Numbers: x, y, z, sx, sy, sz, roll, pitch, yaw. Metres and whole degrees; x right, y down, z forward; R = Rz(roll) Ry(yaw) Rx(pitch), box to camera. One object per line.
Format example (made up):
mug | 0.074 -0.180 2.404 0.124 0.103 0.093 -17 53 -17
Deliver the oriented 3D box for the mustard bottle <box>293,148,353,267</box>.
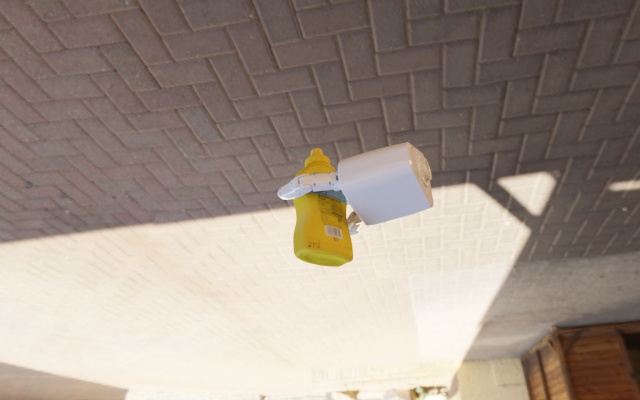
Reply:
mustard bottle | 0.000 0.003 0.743 0.096 0.191 0.058 16 -33 -35
